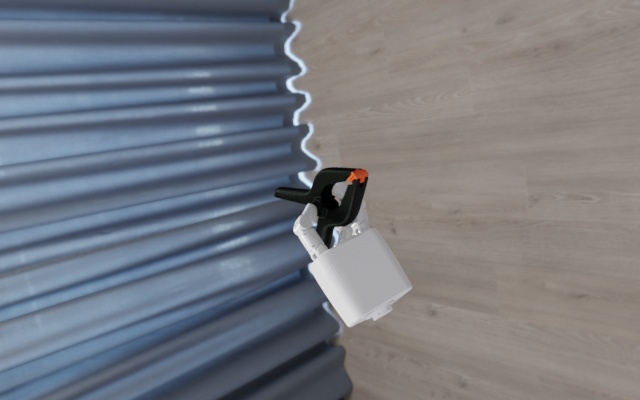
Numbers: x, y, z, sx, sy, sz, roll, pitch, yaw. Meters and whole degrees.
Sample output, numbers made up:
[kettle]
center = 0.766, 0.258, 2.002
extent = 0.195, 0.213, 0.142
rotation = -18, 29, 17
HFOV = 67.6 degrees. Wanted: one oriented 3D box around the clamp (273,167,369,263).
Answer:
[clamp]
center = 0.000, 0.003, 0.762
extent = 0.036, 0.164, 0.210
rotation = -18, -24, -41
